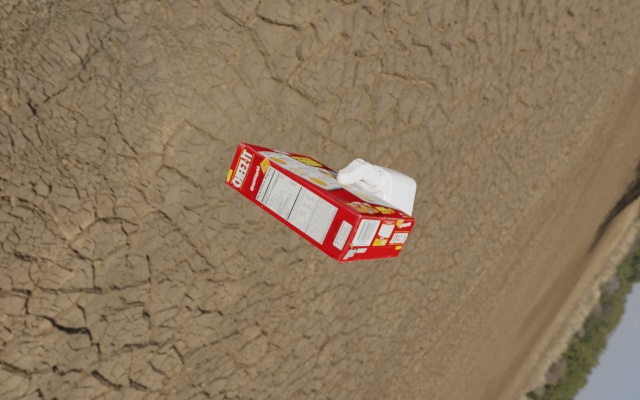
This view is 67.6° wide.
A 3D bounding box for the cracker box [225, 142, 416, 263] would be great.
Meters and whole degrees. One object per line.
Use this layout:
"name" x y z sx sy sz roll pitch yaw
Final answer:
"cracker box" 0.000 0.002 0.656 0.213 0.072 0.164 32 14 31
